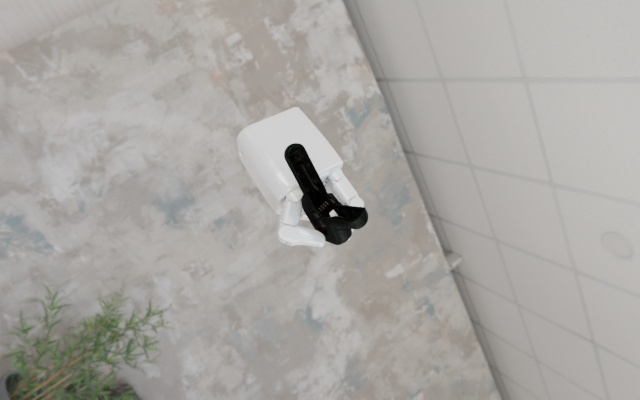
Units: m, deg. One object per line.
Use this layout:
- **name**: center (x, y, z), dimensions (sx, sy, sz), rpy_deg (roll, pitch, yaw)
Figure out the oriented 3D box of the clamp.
- **clamp**: center (0.001, 0.002, 0.568), dimensions (0.039, 0.120, 0.171), rpy_deg (-33, -11, -15)
